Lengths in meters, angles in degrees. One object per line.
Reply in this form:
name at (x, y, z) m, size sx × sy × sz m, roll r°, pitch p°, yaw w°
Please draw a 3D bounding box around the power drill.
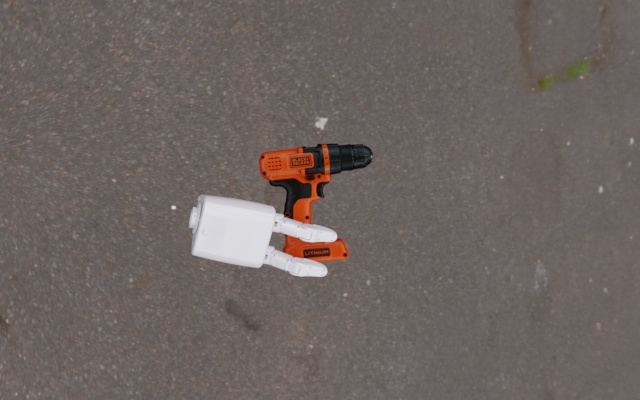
power drill at (0.000, 0.003, 0.772) m, size 0.184 × 0.187 × 0.057 m, roll -6°, pitch -1°, yaw -2°
